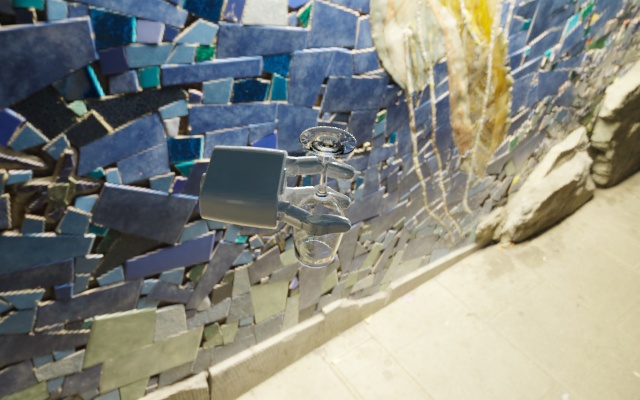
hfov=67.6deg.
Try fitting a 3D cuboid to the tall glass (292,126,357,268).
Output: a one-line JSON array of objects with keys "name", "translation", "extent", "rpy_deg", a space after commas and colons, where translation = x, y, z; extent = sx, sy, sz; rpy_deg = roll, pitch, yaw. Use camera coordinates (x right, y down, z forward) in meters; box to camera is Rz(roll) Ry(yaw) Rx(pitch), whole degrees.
[{"name": "tall glass", "translation": [0.000, 0.002, 0.671], "extent": [0.079, 0.201, 0.079], "rpy_deg": [4, 37, -3]}]
